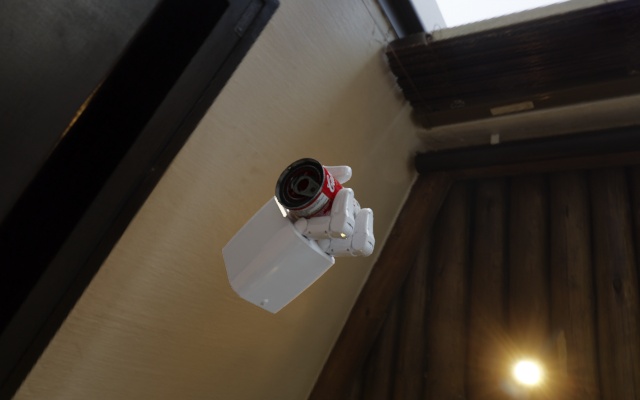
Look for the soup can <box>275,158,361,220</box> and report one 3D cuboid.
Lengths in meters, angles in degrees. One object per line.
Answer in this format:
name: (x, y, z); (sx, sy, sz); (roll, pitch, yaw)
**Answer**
soup can: (0.001, 0.002, 0.596); (0.068, 0.068, 0.102); (0, -27, 34)
